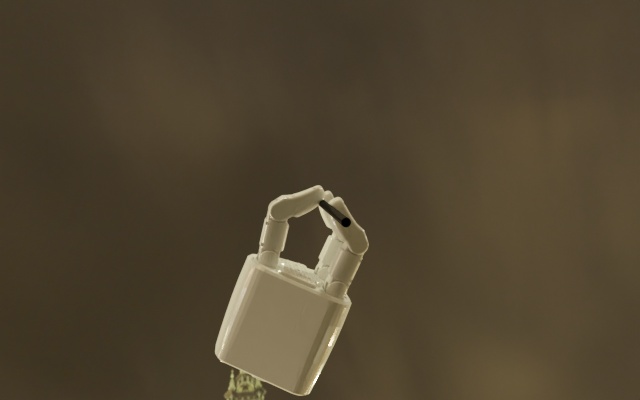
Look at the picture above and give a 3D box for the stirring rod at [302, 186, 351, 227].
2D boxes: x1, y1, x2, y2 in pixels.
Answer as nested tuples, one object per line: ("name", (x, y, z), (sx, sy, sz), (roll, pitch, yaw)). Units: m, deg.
("stirring rod", (0.000, 0.002, 0.497), (0.011, 0.011, 0.239), (0, 8, -10))
